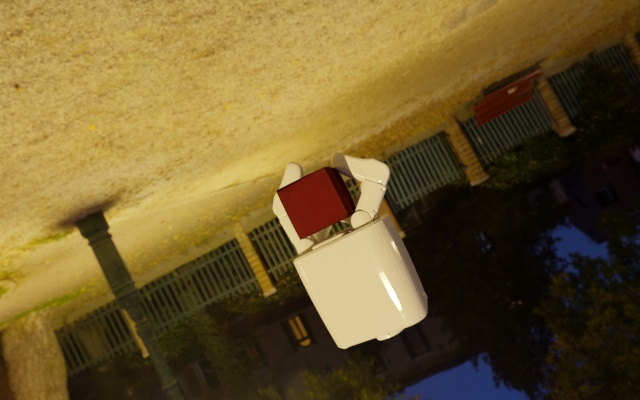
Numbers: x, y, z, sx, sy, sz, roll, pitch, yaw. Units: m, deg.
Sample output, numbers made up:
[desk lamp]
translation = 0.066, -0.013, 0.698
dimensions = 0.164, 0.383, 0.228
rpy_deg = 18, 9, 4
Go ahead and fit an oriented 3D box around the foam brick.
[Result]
[foam brick]
translation = 0.000, 0.002, 0.468
dimensions = 0.053, 0.051, 0.078
rpy_deg = -26, -4, 12
